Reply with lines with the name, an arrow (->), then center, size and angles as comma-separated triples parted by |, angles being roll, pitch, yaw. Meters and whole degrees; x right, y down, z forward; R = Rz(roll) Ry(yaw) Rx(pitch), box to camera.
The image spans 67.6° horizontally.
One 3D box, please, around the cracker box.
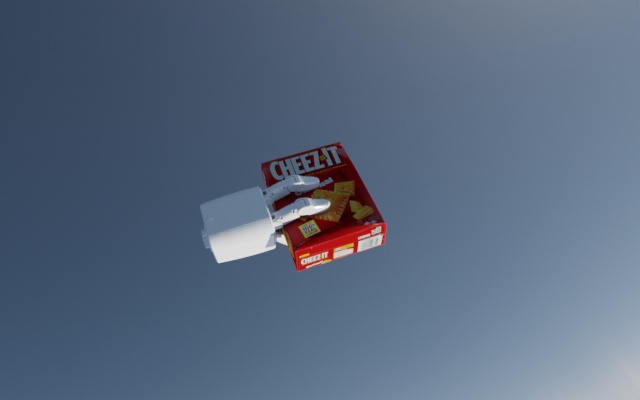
cracker box -> 0.000, 0.003, 0.856 | 0.164, 0.213, 0.072 | -16, -37, -11
